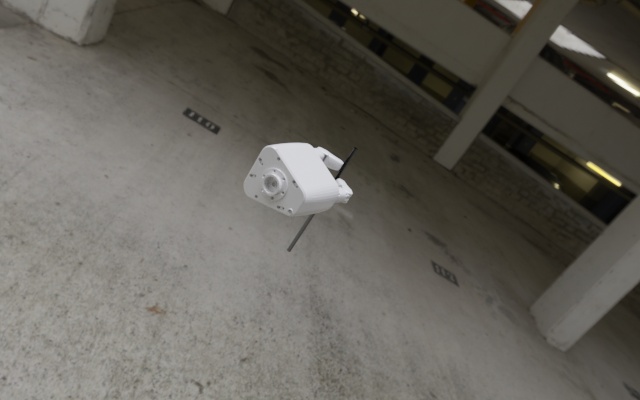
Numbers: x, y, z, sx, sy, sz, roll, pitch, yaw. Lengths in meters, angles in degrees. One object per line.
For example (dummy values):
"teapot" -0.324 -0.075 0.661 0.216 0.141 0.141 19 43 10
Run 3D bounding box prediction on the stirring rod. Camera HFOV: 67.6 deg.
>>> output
"stirring rod" 0.000 0.003 0.875 0.011 0.240 0.011 28 22 -13
